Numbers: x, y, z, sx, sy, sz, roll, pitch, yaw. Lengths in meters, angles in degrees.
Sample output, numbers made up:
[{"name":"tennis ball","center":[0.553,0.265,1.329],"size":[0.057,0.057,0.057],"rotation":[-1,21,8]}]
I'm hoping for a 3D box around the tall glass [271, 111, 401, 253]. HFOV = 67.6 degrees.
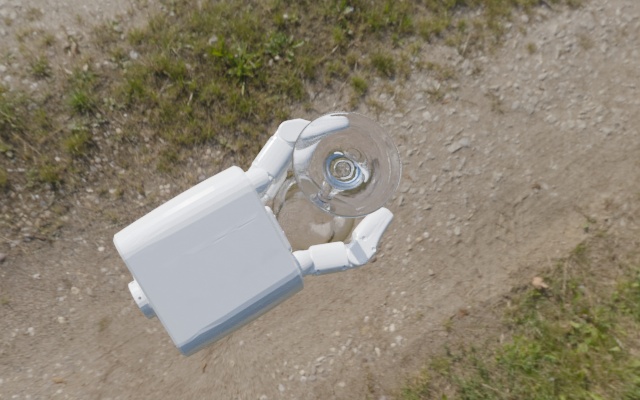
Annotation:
[{"name":"tall glass","center":[0.000,0.001,0.408],"size":[0.079,0.079,0.201],"rotation":[0,-15,-10]}]
